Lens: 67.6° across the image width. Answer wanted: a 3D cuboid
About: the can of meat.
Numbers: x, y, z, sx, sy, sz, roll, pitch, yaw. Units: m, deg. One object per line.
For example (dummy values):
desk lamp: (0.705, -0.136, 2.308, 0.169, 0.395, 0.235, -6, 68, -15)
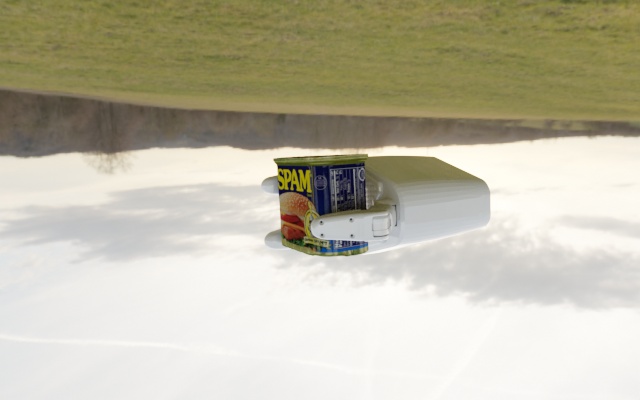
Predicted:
can of meat: (0.000, 0.002, 0.429, 0.057, 0.084, 0.102, -7, 7, -28)
